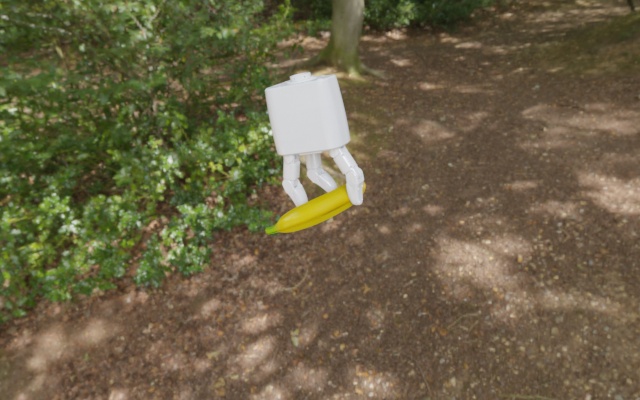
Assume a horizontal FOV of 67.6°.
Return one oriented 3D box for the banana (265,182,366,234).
[{"bbox_3d":[0.006,0.006,0.772,0.198,0.037,0.069,-24,18,-24],"label":"banana"}]
